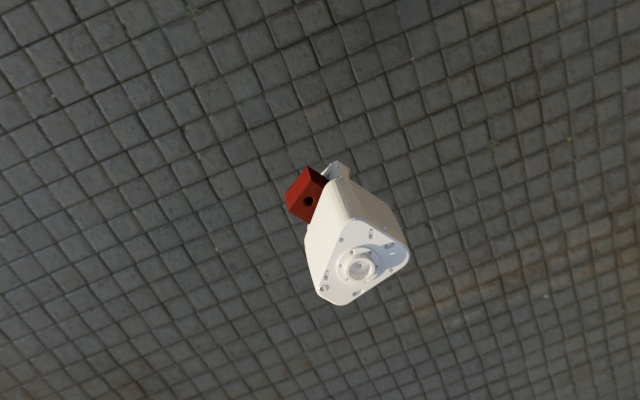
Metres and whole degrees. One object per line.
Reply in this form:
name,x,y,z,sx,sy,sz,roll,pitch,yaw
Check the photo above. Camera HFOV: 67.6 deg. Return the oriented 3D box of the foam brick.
foam brick,0.000,0.002,0.628,0.078,0.053,0.051,32,18,-19
